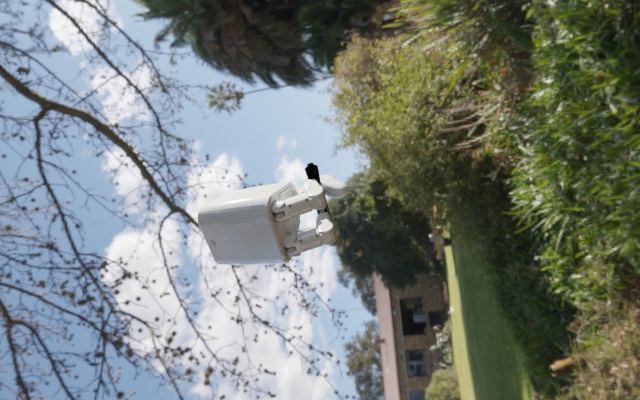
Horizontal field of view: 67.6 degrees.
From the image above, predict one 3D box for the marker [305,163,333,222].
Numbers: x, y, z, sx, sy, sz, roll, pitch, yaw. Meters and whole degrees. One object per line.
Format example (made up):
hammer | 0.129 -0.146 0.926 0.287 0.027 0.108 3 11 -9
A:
marker | 0.000 0.002 0.674 0.020 0.121 0.020 -12 28 7
